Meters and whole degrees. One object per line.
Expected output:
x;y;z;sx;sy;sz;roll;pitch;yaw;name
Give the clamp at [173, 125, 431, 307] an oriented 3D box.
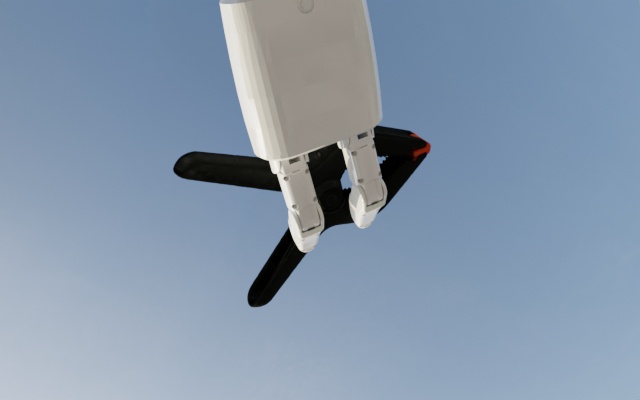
0.000;0.001;0.414;0.210;0.165;0.036;-21;37;-14;clamp
